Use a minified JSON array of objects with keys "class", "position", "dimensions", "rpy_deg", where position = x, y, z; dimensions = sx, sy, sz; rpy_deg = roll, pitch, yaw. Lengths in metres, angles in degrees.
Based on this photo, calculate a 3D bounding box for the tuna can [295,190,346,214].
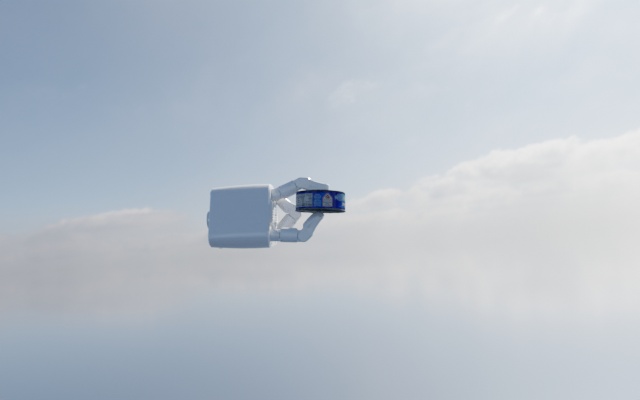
[{"class":"tuna can","position":[0.000,0.002,0.810],"dimensions":[0.086,0.033,0.086],"rpy_deg":[1,-6,0]}]
